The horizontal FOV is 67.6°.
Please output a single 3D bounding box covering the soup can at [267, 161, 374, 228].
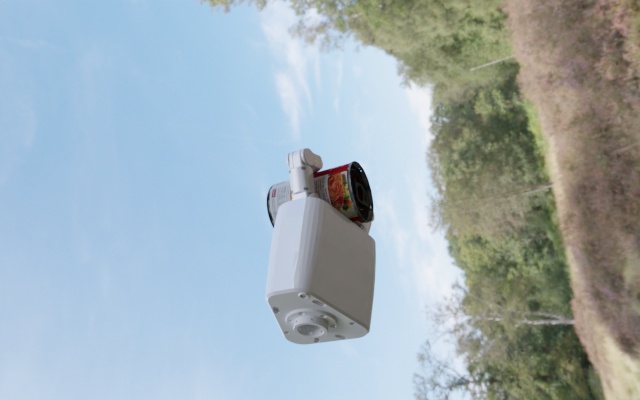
[{"bbox_3d":[0.000,0.001,0.533,0.102,0.068,0.068,-14,-6,23],"label":"soup can"}]
